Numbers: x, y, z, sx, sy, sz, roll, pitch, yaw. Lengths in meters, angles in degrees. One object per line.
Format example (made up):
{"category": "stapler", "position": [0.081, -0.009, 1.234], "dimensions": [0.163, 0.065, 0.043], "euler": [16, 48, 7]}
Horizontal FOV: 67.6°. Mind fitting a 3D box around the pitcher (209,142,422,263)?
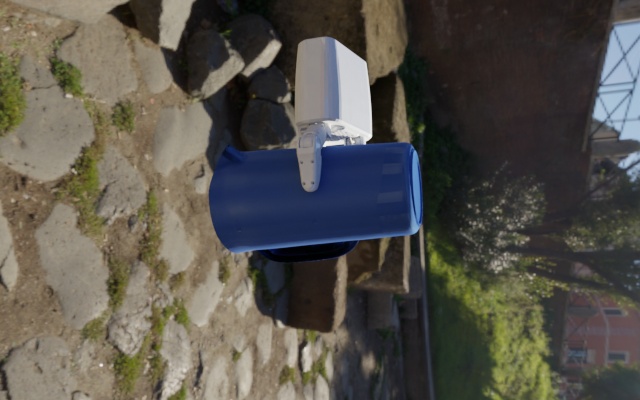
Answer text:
{"category": "pitcher", "position": [0.000, 0.002, 0.595], "dimensions": [0.243, 0.145, 0.149], "euler": [-4, -9, 18]}
